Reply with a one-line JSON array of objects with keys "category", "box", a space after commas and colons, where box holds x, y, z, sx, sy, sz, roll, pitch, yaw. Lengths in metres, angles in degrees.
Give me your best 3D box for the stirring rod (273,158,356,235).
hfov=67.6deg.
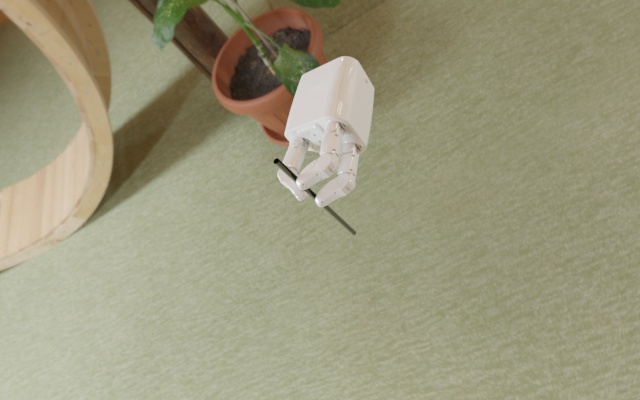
[{"category": "stirring rod", "box": [0.000, 0.002, 0.676, 0.011, 0.011, 0.240, 0, -25, 30]}]
